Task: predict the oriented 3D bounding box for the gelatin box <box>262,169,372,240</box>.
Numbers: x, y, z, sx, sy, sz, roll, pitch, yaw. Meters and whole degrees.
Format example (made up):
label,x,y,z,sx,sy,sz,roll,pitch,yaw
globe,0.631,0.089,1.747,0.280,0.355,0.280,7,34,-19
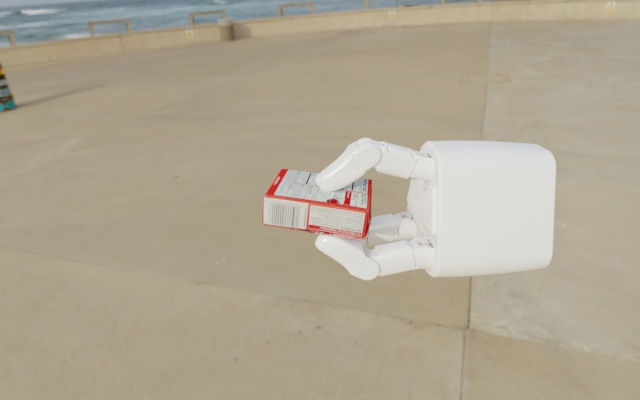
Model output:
label,x,y,z,sx,sy,sz,roll,pitch,yaw
gelatin box,0.000,0.001,0.418,0.089,0.030,0.073,8,23,4
